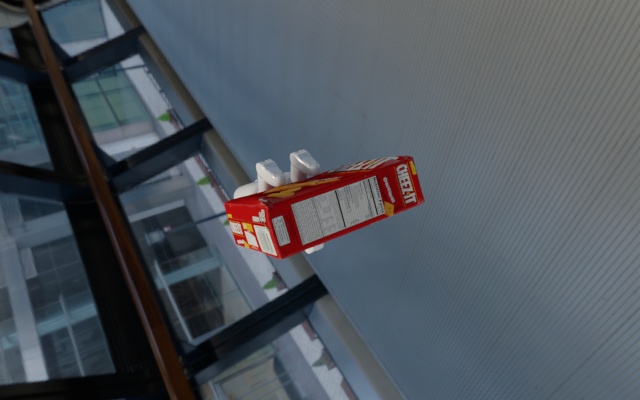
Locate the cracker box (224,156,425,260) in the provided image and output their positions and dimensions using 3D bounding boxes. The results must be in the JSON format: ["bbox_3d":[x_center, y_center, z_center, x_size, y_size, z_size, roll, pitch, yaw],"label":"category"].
[{"bbox_3d":[0.000,0.002,0.635,0.213,0.072,0.164,-20,10,-25],"label":"cracker box"}]
